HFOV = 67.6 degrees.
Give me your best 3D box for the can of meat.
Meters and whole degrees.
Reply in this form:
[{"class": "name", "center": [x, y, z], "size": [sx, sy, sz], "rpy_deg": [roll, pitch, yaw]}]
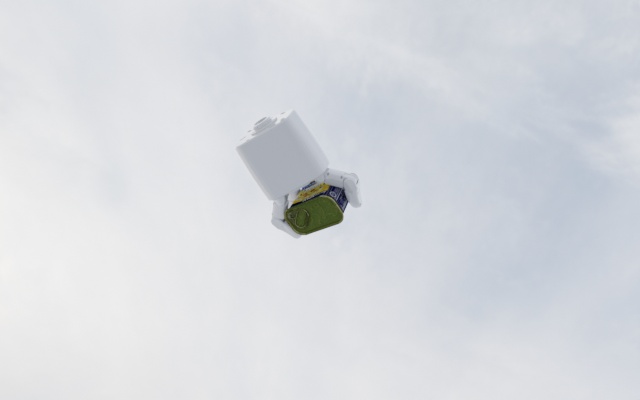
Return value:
[{"class": "can of meat", "center": [0.000, 0.002, 0.798], "size": [0.102, 0.057, 0.084], "rpy_deg": [-22, 25, 33]}]
